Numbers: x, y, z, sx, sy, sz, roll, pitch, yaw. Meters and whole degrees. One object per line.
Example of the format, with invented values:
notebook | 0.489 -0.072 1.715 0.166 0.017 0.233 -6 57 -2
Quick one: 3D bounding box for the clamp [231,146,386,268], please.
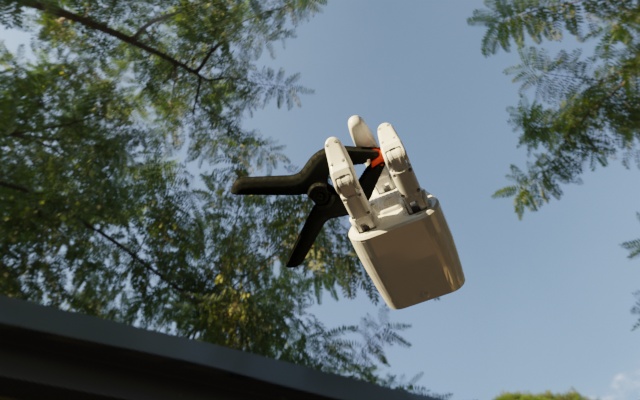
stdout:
clamp | 0.000 0.001 0.528 0.171 0.120 0.039 -22 23 13
